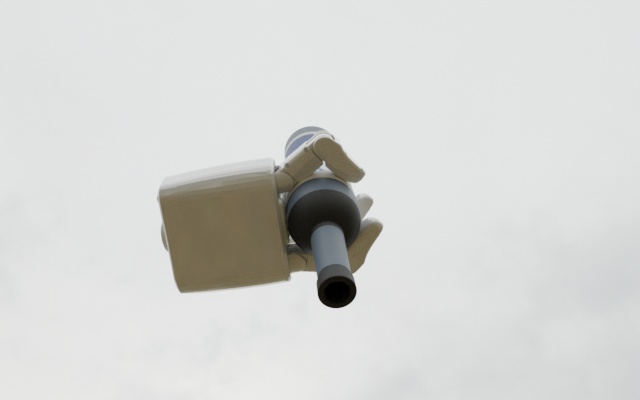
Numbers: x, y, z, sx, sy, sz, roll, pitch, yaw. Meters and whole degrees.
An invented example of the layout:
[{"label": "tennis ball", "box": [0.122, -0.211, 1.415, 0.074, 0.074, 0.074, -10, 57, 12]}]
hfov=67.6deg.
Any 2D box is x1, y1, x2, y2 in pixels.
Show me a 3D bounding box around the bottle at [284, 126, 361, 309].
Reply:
[{"label": "bottle", "box": [0.000, 0.001, 0.459, 0.069, 0.069, 0.295, 0, 25, -5]}]
